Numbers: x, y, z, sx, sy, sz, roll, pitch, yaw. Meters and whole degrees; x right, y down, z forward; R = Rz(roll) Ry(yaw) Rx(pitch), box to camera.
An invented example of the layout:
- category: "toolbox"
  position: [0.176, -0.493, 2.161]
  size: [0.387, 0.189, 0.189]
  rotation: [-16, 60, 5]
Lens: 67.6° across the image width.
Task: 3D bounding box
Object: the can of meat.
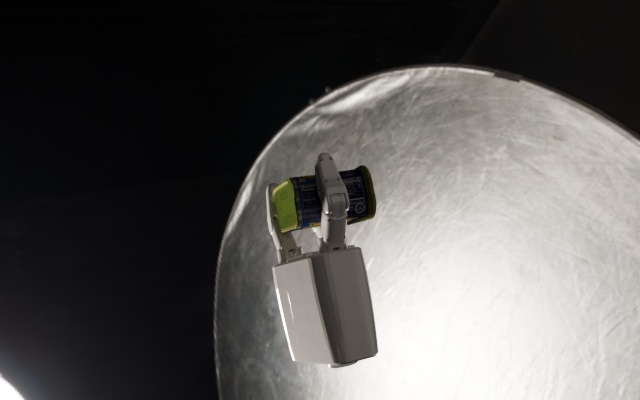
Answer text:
- category: "can of meat"
  position: [0.000, 0.002, 0.514]
  size: [0.084, 0.057, 0.102]
  rotation: [-9, -5, -18]
